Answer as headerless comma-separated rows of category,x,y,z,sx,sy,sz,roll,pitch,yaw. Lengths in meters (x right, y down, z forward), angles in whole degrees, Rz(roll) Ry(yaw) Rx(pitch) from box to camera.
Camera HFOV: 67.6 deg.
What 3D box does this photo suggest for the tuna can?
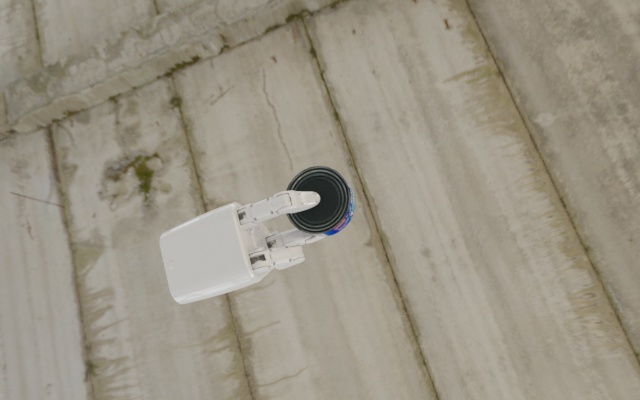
tuna can,0.000,0.002,0.601,0.086,0.086,0.034,0,-11,19
